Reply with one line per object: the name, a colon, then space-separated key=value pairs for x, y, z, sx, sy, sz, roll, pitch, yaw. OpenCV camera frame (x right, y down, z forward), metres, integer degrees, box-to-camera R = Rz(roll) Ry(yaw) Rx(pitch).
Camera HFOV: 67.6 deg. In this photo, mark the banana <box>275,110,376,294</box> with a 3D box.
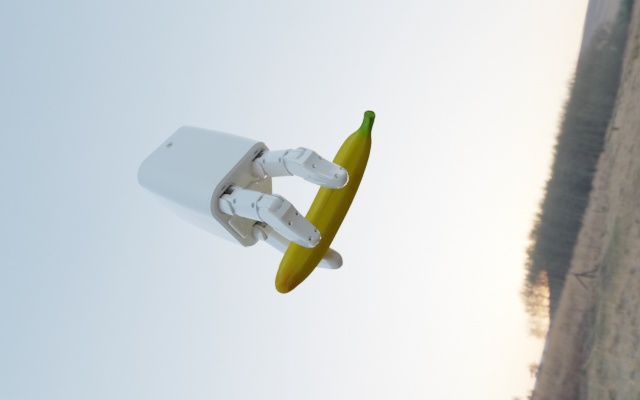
banana: x=0.006 y=0.005 z=0.483 sx=0.037 sy=0.197 sz=0.070 roll=21 pitch=-12 yaw=20
